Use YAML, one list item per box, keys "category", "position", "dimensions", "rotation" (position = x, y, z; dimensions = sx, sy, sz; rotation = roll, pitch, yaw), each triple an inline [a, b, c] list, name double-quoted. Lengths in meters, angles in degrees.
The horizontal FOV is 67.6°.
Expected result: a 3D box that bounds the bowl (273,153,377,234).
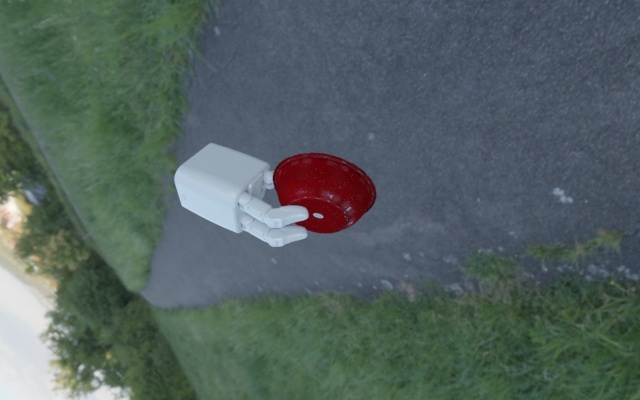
- category: "bowl"
  position: [0.001, 0.003, 0.713]
  dimensions: [0.162, 0.055, 0.162]
  rotation: [9, -35, 7]
